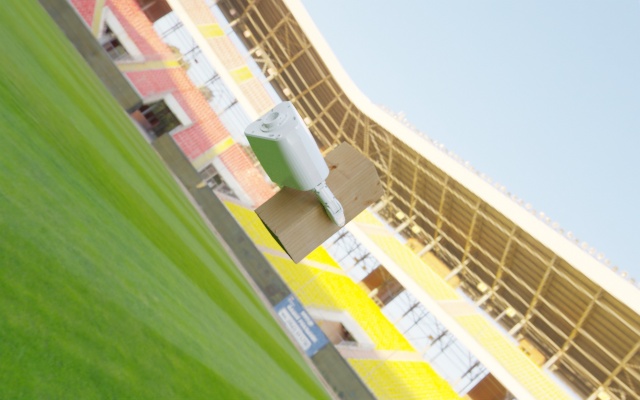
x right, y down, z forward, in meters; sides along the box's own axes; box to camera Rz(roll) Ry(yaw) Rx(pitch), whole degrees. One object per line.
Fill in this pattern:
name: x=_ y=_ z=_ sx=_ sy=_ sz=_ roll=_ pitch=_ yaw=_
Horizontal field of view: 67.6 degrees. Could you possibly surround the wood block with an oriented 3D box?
wood block: x=0.000 y=0.003 z=0.848 sx=0.090 sy=0.206 sz=0.090 roll=44 pitch=-13 yaw=41
